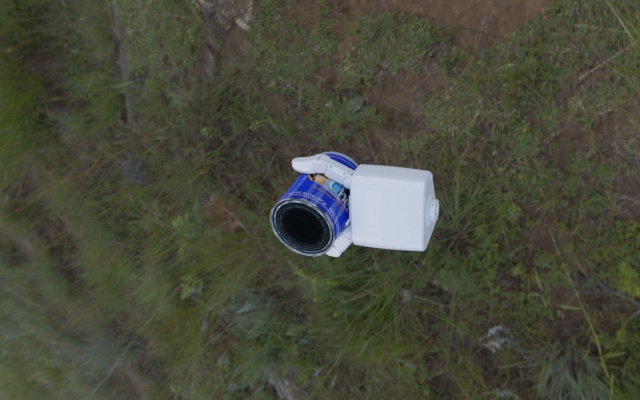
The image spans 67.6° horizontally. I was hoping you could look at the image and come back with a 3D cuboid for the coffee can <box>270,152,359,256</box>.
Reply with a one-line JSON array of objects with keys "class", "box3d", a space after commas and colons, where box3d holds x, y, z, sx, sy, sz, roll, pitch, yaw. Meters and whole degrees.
[{"class": "coffee can", "box3d": [0.000, 0.002, 0.733, 0.103, 0.103, 0.140, 0, 33, 28]}]
